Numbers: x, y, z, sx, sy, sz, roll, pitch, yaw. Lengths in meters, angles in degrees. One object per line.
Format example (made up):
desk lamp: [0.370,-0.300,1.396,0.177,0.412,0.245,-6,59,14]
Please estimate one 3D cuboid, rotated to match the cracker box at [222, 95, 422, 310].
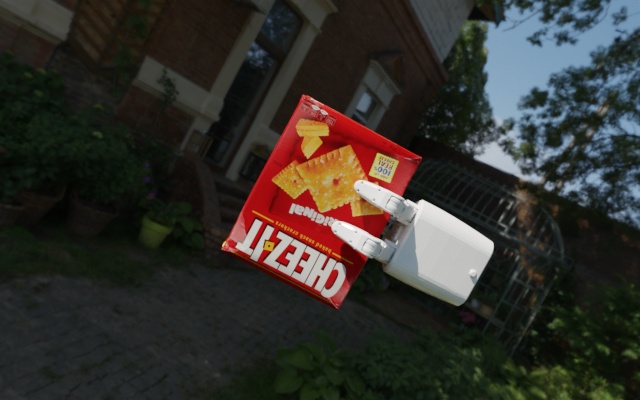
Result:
cracker box: [0.000,0.002,0.595,0.164,0.214,0.072,28,3,-4]
